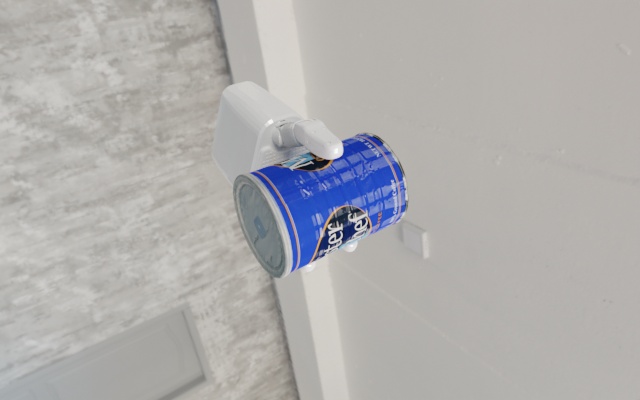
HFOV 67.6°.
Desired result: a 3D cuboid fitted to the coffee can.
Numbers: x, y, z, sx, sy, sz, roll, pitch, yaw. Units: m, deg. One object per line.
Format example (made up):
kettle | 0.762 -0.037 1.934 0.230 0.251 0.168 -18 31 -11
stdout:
coffee can | 0.000 0.002 0.469 0.140 0.103 0.103 -22 10 -26
